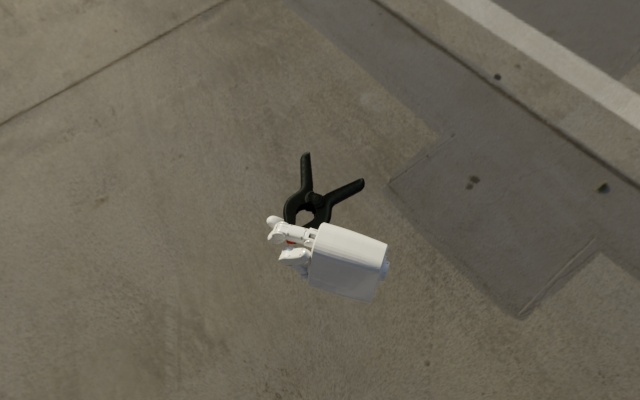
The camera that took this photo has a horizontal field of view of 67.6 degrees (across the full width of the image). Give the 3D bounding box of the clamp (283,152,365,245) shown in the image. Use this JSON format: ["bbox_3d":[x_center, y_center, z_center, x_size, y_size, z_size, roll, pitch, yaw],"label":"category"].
[{"bbox_3d":[0.000,0.002,0.792,0.120,0.171,0.039,17,-27,9],"label":"clamp"}]
